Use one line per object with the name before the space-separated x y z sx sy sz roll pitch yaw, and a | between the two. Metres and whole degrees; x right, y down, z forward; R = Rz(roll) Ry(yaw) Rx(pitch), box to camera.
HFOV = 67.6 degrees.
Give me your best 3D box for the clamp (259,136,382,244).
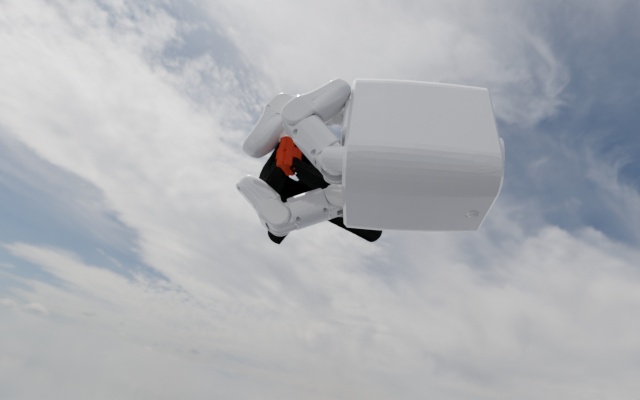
clamp | 0.000 0.001 0.443 0.120 0.039 0.171 -4 -26 2
